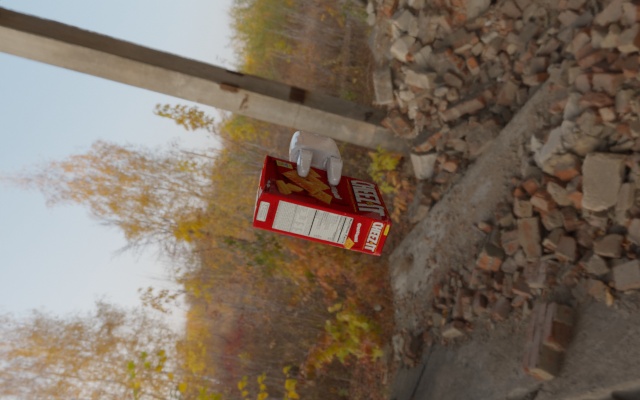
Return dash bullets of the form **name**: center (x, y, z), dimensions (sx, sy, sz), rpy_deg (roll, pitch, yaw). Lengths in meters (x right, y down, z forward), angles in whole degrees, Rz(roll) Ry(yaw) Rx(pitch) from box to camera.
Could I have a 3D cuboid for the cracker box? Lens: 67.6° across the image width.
- **cracker box**: center (0.000, 0.003, 0.810), dimensions (0.214, 0.072, 0.164), rpy_deg (13, 24, -9)
